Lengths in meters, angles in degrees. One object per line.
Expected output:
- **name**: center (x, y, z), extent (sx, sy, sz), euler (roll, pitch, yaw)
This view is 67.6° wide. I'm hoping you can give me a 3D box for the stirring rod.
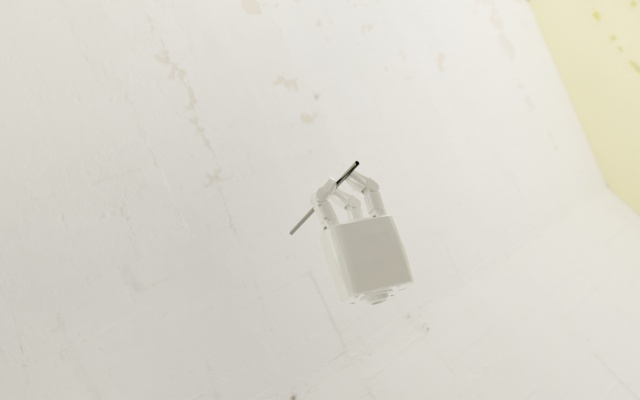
- **stirring rod**: center (0.000, 0.003, 0.790), extent (0.011, 0.011, 0.240), euler (0, -29, -31)
